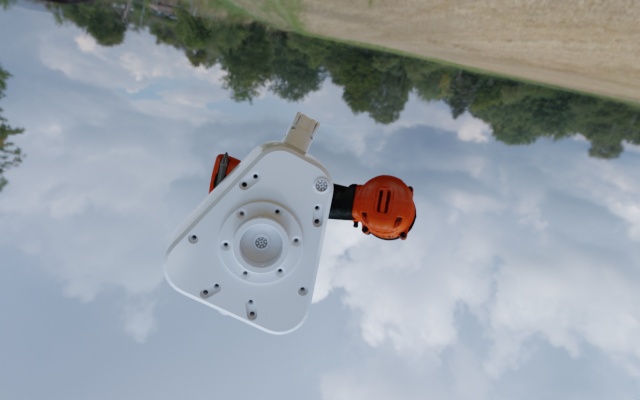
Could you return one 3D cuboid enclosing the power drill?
[{"bbox_3d":[0.000,0.001,0.470,0.187,0.057,0.184,7,-8,11],"label":"power drill"}]
